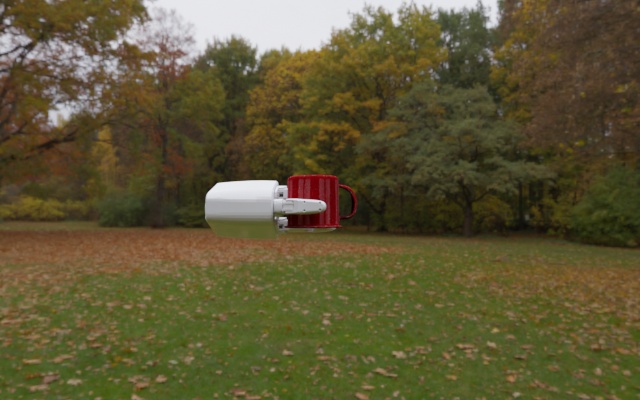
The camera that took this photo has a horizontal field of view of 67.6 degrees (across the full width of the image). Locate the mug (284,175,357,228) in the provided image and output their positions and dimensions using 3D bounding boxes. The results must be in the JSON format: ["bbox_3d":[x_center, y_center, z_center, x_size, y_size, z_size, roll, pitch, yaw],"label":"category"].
[{"bbox_3d":[0.002,0.002,0.761,0.117,0.081,0.093,0,-2,-2],"label":"mug"}]
